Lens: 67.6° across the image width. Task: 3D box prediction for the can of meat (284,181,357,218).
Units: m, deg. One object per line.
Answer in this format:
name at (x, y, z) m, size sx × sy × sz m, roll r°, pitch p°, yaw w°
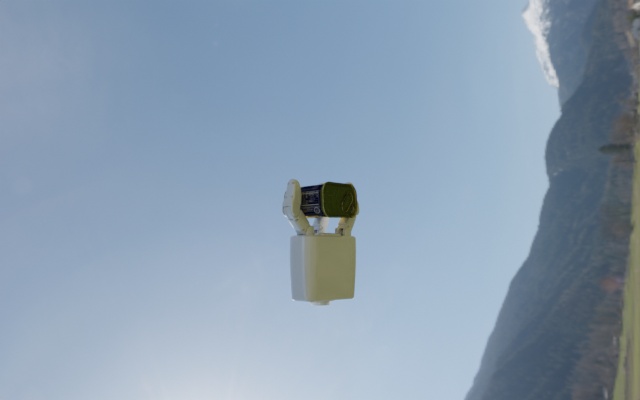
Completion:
can of meat at (0.000, 0.003, 0.800) m, size 0.084 × 0.057 × 0.102 m, roll -5°, pitch -5°, yaw 35°
